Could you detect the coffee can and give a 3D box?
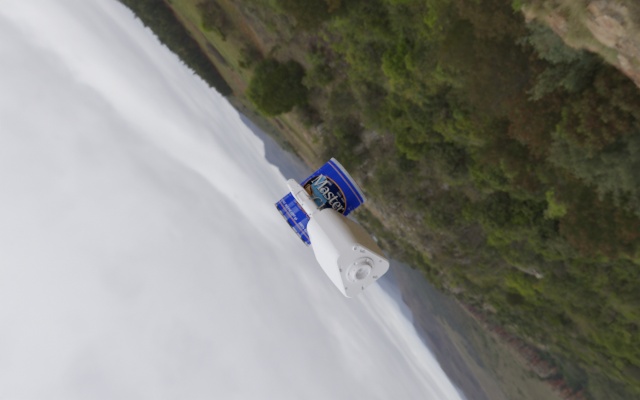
[{"bbox_3d":[0.000,0.003,0.889,0.140,0.103,0.103,-38,1,-1],"label":"coffee can"}]
